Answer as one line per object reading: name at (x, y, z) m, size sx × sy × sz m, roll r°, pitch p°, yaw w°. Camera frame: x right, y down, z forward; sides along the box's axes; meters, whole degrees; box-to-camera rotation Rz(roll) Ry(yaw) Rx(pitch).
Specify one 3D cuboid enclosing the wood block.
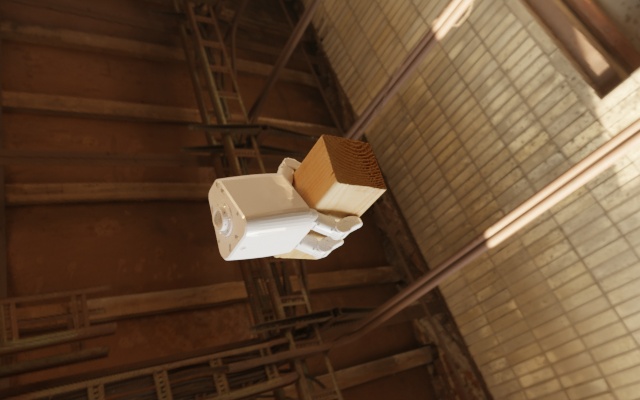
wood block at (0.000, 0.002, 0.751) m, size 0.090 × 0.090 × 0.206 m, roll 6°, pitch -37°, yaw -32°
